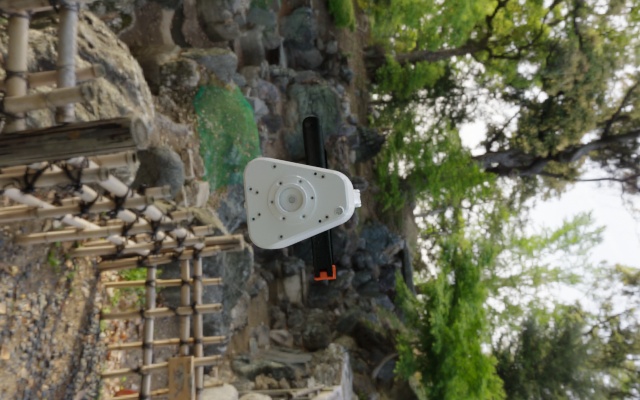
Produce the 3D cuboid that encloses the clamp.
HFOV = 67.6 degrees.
[{"bbox_3d":[0.001,0.003,0.664,0.036,0.210,0.164,-4,-2,4],"label":"clamp"}]
